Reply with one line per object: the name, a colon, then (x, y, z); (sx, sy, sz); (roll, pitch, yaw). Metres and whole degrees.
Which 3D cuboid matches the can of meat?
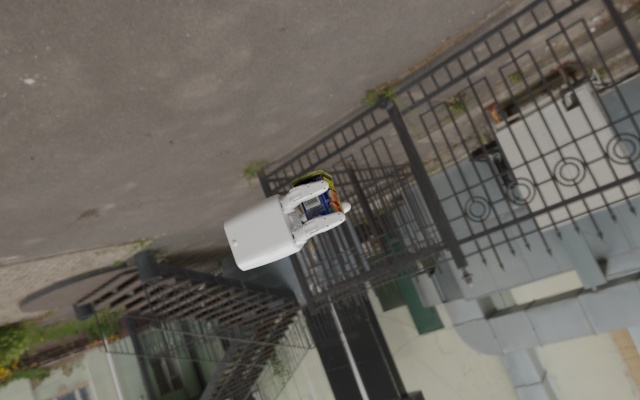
can of meat: (0.000, 0.003, 0.794); (0.057, 0.084, 0.102); (-23, -10, 11)
